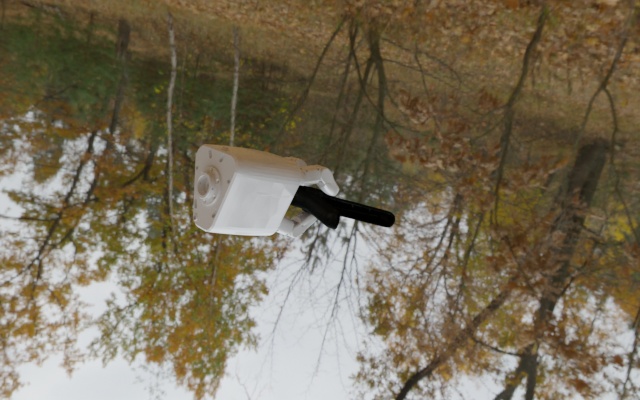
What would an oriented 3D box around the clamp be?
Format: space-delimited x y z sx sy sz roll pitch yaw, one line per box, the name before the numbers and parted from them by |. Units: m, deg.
clamp | -0.001 0.003 0.724 0.210 0.036 0.164 22 10 41
